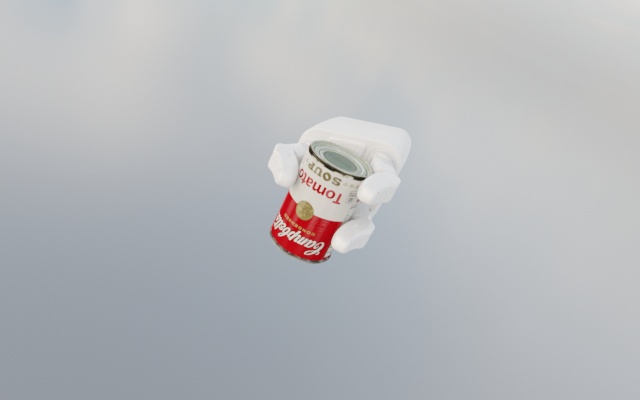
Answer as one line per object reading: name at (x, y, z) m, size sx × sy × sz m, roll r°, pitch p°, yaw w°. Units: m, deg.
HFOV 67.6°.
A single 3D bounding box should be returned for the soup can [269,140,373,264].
soup can at (0.000, 0.001, 0.465) m, size 0.068 × 0.102 × 0.068 m, roll 22°, pitch 25°, yaw -11°
